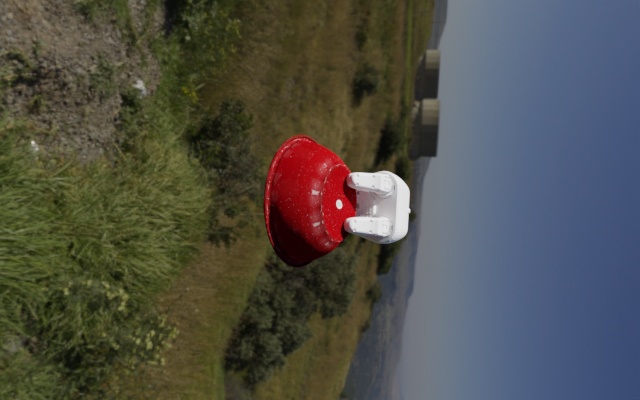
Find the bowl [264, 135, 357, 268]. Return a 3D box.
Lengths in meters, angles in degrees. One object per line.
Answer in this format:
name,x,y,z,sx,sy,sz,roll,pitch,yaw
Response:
bowl,0.000,0.002,0.572,0.055,0.162,0.162,2,1,30
